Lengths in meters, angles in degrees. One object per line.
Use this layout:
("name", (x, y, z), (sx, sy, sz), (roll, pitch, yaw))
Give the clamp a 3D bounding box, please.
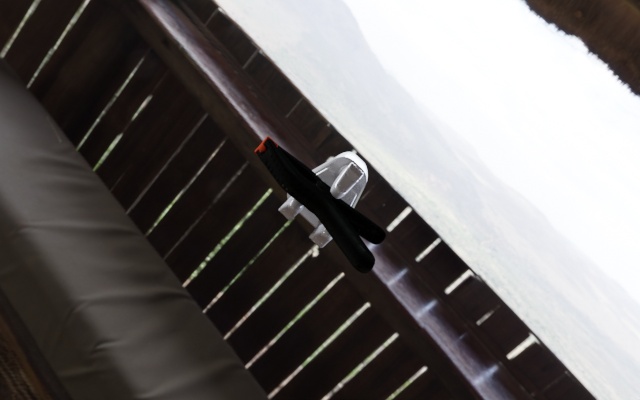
("clamp", (0.000, 0.001, 0.590), (0.210, 0.036, 0.164), (42, 13, -3))
